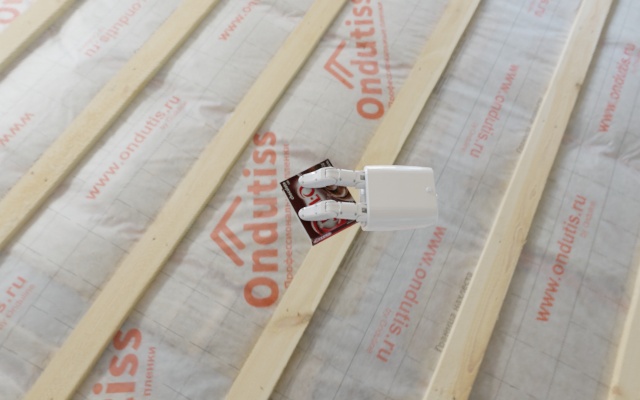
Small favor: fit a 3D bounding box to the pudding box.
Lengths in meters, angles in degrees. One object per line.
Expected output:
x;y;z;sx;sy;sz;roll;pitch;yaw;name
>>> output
0.000;0.003;0.754;0.090;0.113;0.039;-27;-23;-10;pudding box
